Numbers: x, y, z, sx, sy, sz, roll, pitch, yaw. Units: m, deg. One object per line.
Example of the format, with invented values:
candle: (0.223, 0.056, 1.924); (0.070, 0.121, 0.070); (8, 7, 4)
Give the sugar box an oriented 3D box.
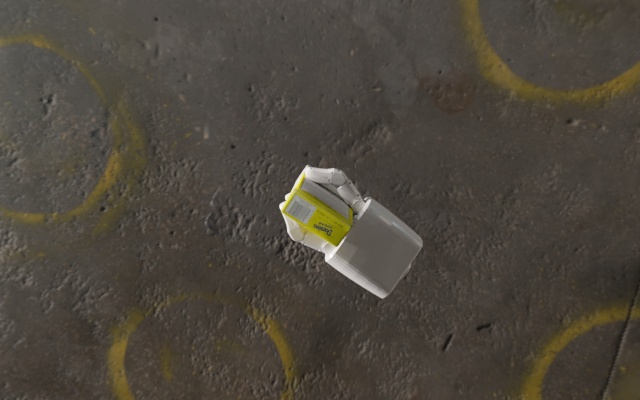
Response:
sugar box: (0.000, 0.003, 0.714); (0.093, 0.048, 0.176); (34, 12, -4)
